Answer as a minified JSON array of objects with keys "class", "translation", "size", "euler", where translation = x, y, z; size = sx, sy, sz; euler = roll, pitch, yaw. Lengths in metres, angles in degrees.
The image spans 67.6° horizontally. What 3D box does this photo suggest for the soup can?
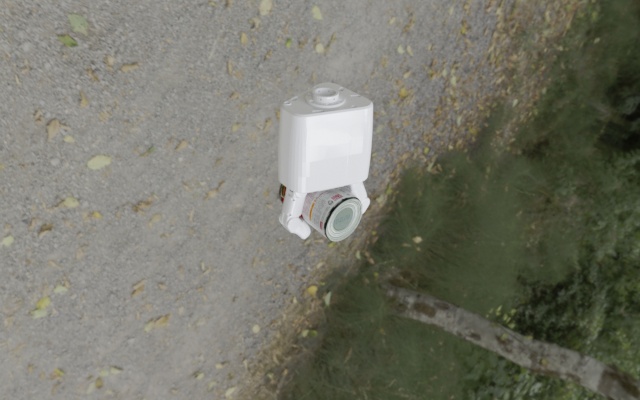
[{"class":"soup can","translation":[0.000,0.003,0.653],"size":[0.068,0.068,0.102],"euler":[0,28,-46]}]
